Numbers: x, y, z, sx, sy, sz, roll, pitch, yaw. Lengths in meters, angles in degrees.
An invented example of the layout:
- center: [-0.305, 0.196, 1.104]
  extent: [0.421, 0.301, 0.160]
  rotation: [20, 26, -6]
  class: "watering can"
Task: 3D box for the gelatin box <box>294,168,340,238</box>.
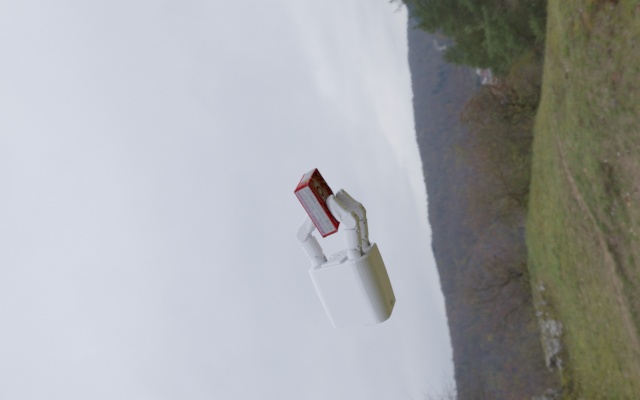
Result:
- center: [0.000, 0.002, 0.738]
  extent: [0.030, 0.089, 0.073]
  rotation: [-27, 16, 21]
  class: "gelatin box"
